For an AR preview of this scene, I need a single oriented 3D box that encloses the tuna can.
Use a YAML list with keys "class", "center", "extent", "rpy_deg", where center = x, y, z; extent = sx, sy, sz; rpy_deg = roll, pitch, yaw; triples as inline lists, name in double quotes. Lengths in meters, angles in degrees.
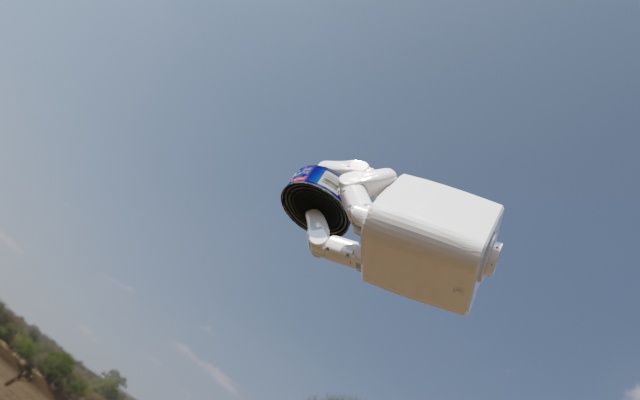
- class: "tuna can"
  center: [0.000, 0.001, 0.543]
  extent: [0.086, 0.086, 0.033]
  rpy_deg: [0, 43, 36]
